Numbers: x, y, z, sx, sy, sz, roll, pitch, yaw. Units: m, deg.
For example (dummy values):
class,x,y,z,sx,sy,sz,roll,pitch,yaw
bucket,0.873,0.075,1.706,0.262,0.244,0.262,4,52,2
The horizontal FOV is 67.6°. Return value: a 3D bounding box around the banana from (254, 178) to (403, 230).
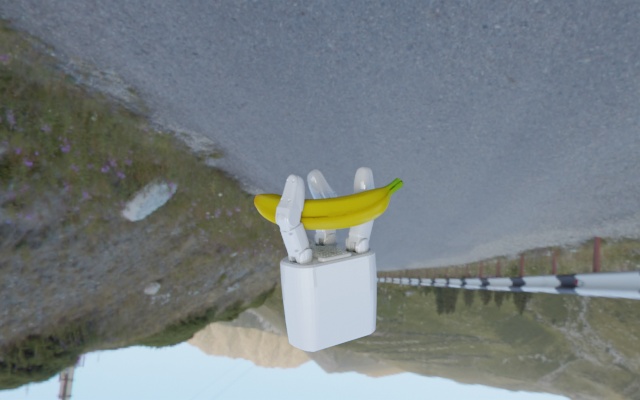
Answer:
class,x,y,z,sx,sy,sz,roll,pitch,yaw
banana,-0.003,0.009,0.569,0.198,0.037,0.069,-4,22,23
